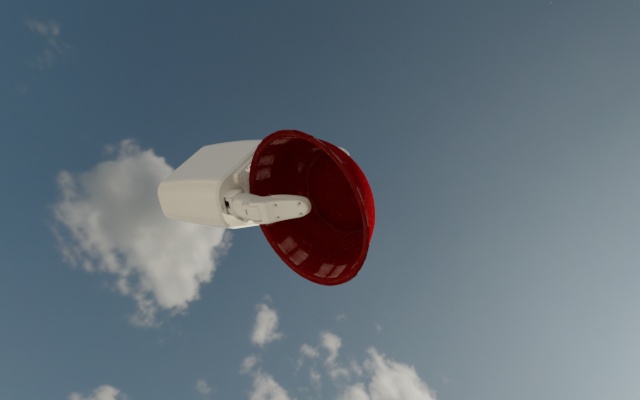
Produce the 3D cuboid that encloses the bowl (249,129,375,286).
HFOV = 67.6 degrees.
[{"bbox_3d":[0.001,0.002,0.481,0.162,0.162,0.055,0,20,47],"label":"bowl"}]
